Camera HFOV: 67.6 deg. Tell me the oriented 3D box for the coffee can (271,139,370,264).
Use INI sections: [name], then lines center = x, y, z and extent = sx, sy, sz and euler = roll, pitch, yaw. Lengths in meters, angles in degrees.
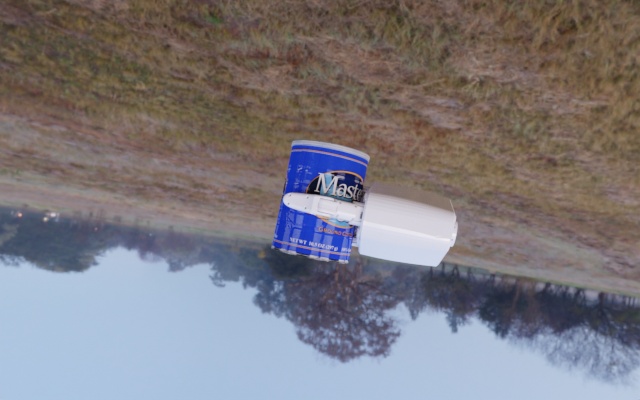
[coffee can]
center = 0.000, 0.002, 0.617
extent = 0.103, 0.140, 0.103
euler = 11, -2, 1
